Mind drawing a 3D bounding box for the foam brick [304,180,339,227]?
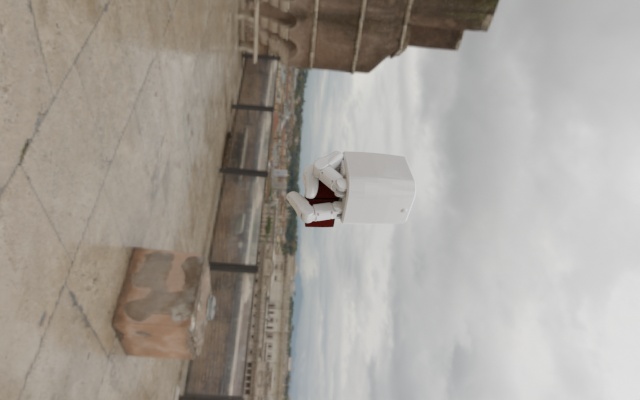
[{"bbox_3d":[0.000,0.003,0.802,0.051,0.053,0.078,1,-39,-6],"label":"foam brick"}]
